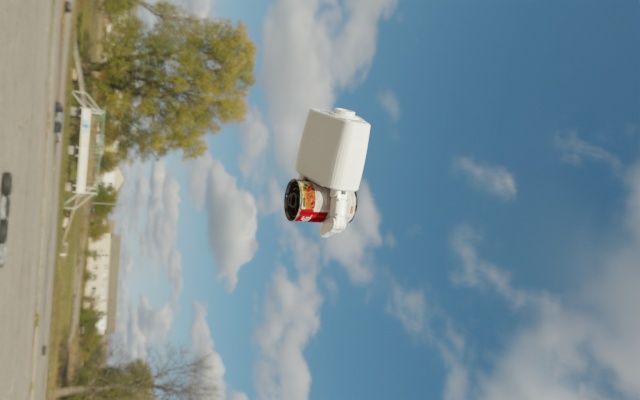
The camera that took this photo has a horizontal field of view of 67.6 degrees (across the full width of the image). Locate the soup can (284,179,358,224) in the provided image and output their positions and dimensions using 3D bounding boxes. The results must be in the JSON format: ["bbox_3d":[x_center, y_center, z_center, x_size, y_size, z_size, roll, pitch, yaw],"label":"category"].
[{"bbox_3d":[0.000,0.003,0.775,0.102,0.068,0.068,4,-2,-26],"label":"soup can"}]
